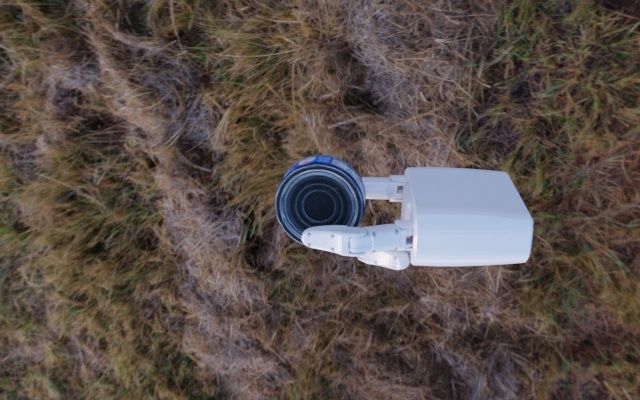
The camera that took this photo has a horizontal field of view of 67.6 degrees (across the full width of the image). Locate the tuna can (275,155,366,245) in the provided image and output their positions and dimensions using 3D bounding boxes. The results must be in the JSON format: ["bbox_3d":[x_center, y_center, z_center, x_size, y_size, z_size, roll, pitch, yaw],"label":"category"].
[{"bbox_3d":[0.000,0.002,0.457,0.086,0.086,0.033,0,19,7],"label":"tuna can"}]
